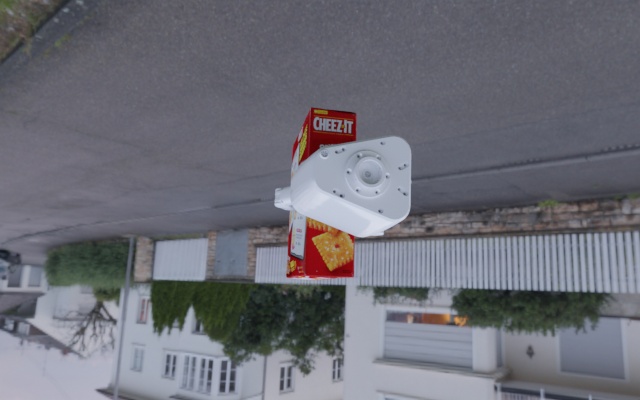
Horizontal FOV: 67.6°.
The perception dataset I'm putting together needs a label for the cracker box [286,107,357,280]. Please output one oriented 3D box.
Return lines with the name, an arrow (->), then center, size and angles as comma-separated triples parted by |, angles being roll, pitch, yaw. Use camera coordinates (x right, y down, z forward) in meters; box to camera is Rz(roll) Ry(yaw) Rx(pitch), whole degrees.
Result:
cracker box -> 0.000, 0.002, 0.667 | 0.072, 0.213, 0.164 | 5, -11, -11
